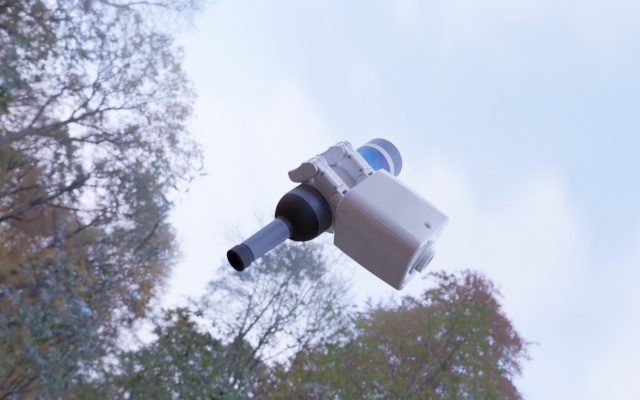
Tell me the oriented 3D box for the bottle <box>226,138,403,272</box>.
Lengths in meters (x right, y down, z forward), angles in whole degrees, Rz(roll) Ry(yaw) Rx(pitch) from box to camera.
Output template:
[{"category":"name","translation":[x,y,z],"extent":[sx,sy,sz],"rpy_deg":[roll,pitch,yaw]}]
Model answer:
[{"category":"bottle","translation":[0.000,0.002,0.606],"extent":[0.069,0.069,0.295],"rpy_deg":[0,25,44]}]
